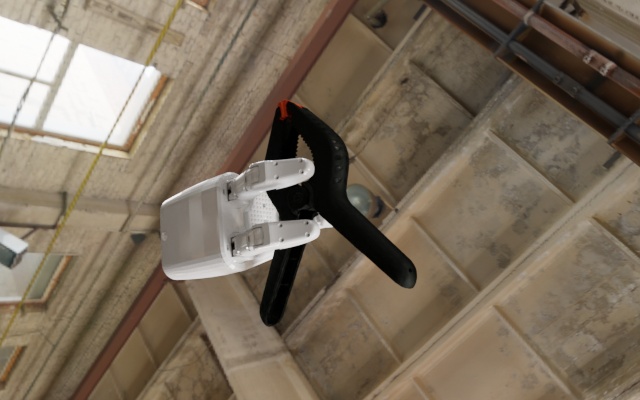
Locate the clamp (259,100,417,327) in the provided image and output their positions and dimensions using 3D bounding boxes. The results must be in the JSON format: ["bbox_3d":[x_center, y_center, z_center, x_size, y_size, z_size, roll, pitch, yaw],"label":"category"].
[{"bbox_3d":[0.000,0.001,0.435,0.164,0.210,0.036,-15,-16,34],"label":"clamp"}]
